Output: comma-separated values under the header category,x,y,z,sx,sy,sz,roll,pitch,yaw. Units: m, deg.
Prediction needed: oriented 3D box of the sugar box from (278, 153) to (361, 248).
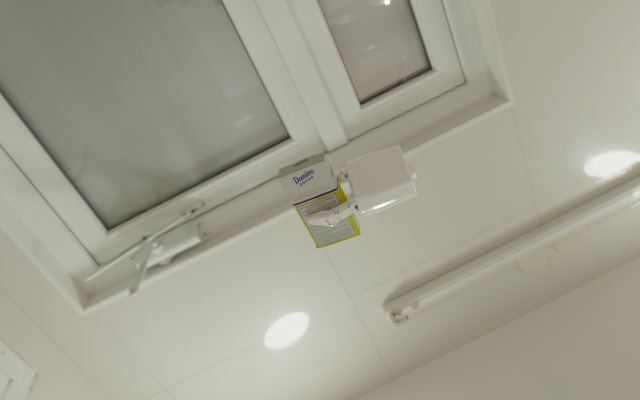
category,x,y,z,sx,sy,sz,roll,pitch,yaw
sugar box,0.000,0.003,0.896,0.093,0.176,0.048,-20,27,13
